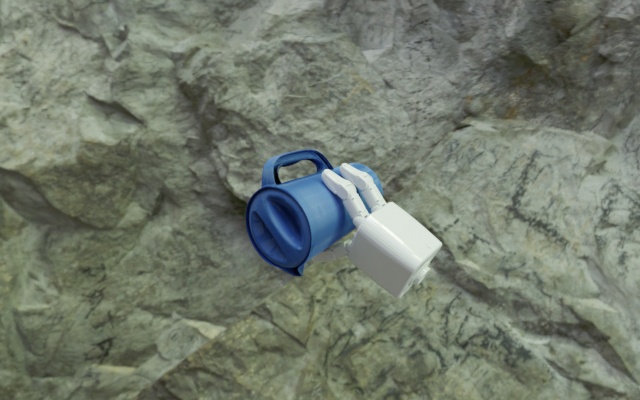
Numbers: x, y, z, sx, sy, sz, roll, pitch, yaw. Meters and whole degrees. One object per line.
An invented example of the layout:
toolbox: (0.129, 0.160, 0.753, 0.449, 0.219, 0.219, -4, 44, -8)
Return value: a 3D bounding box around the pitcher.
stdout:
pitcher: (0.000, 0.003, 0.800, 0.145, 0.149, 0.242, 39, 36, 20)
